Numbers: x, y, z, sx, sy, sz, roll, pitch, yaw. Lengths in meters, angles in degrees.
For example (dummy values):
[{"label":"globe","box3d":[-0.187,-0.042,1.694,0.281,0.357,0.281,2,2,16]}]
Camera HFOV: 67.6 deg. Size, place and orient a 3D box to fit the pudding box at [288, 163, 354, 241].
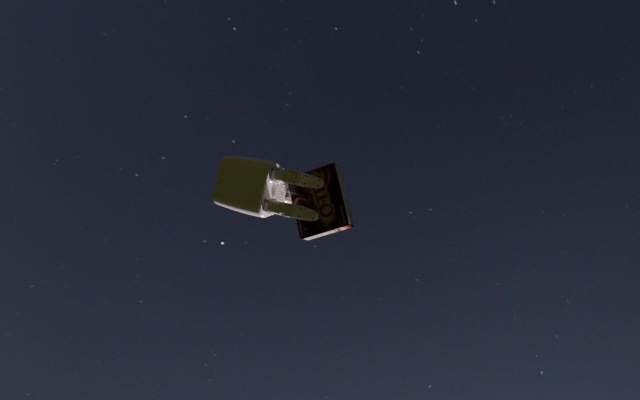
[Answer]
[{"label":"pudding box","box3d":[0.000,0.003,0.810,0.090,0.113,0.039,-18,-12,19]}]
